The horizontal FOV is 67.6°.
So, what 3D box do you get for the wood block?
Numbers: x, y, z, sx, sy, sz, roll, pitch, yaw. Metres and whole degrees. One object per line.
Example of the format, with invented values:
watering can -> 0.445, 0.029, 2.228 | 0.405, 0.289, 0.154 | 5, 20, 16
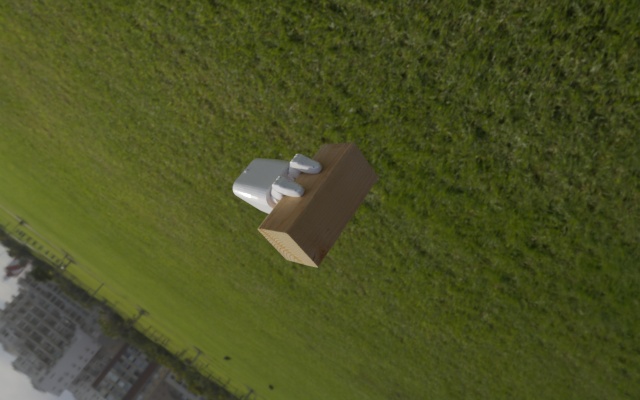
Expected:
wood block -> 0.000, 0.003, 0.833 | 0.090, 0.206, 0.091 | 4, -39, 49
